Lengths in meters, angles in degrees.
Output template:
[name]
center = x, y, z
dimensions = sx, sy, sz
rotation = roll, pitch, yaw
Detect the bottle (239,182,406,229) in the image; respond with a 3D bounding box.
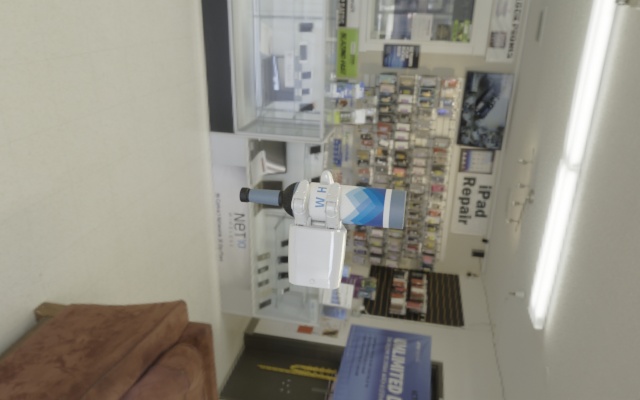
[bottle]
center = 0.000, 0.003, 0.844
dimensions = 0.295, 0.069, 0.069
rotation = 5, 1, 11
